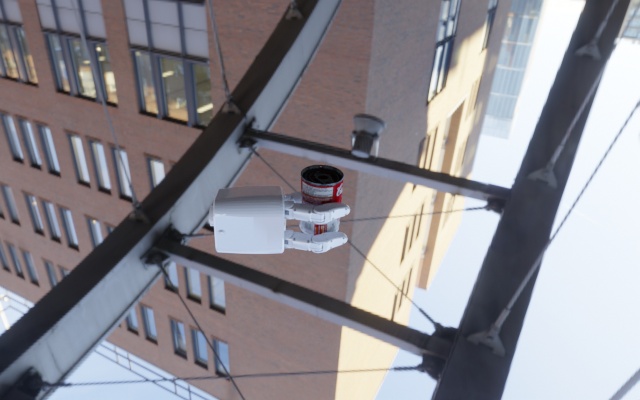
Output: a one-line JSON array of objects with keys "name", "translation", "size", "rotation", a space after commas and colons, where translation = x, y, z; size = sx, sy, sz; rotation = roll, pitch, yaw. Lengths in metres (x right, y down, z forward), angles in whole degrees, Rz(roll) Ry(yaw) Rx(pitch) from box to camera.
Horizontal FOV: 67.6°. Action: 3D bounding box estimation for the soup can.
[{"name": "soup can", "translation": [0.001, 0.003, 0.771], "size": [0.068, 0.102, 0.068], "rotation": [3, 30, -2]}]
